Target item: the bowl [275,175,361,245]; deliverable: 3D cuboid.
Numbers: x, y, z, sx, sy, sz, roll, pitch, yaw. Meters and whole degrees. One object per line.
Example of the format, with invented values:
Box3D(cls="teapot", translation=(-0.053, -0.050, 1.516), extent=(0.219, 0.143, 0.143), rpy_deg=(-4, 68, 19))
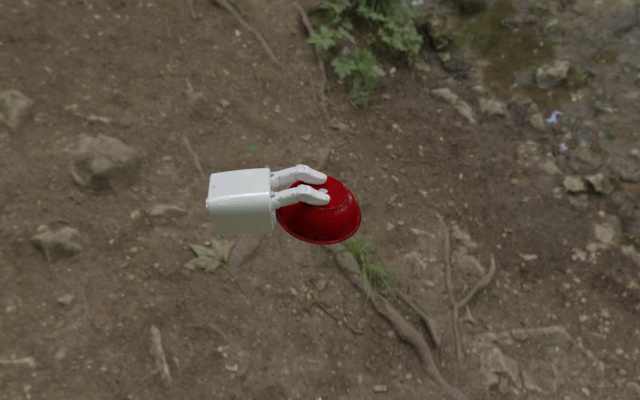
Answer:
Box3D(cls="bowl", translation=(0.001, 0.002, 0.867), extent=(0.162, 0.055, 0.162), rpy_deg=(6, 43, -6))
